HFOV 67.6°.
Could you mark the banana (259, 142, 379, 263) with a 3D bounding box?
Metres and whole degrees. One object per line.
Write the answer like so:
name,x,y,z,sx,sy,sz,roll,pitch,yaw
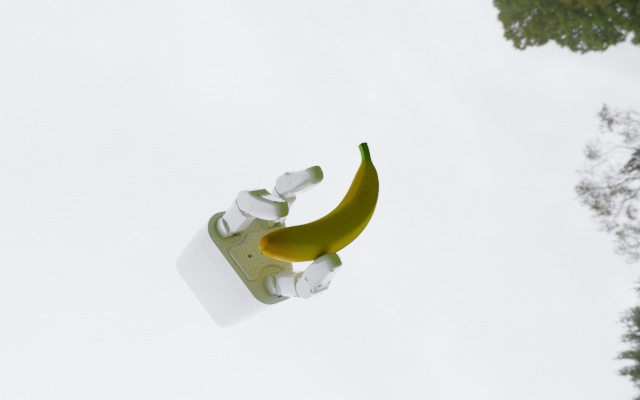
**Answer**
banana,0.014,0.014,0.480,0.037,0.069,0.197,-34,8,45
